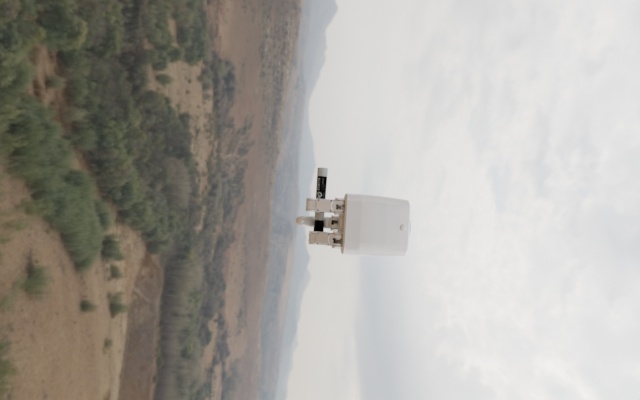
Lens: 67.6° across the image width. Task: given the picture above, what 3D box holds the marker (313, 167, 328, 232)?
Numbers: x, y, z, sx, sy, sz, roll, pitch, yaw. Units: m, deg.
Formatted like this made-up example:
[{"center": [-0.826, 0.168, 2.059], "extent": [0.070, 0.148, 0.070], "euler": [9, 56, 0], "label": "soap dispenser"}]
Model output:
[{"center": [0.000, 0.003, 0.842], "extent": [0.020, 0.121, 0.020], "euler": [4, -2, 0], "label": "marker"}]
